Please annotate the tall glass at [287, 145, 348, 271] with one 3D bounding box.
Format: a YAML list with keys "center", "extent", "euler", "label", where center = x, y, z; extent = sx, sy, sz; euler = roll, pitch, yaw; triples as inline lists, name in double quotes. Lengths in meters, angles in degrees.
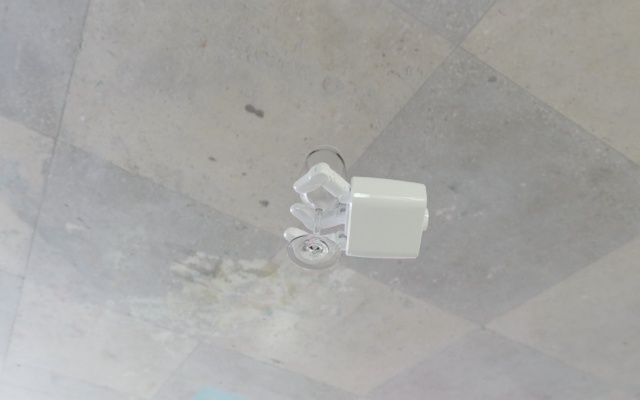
- center: [0.000, 0.003, 0.708]
  extent: [0.079, 0.079, 0.200]
  euler: [0, 44, 6]
  label: "tall glass"
